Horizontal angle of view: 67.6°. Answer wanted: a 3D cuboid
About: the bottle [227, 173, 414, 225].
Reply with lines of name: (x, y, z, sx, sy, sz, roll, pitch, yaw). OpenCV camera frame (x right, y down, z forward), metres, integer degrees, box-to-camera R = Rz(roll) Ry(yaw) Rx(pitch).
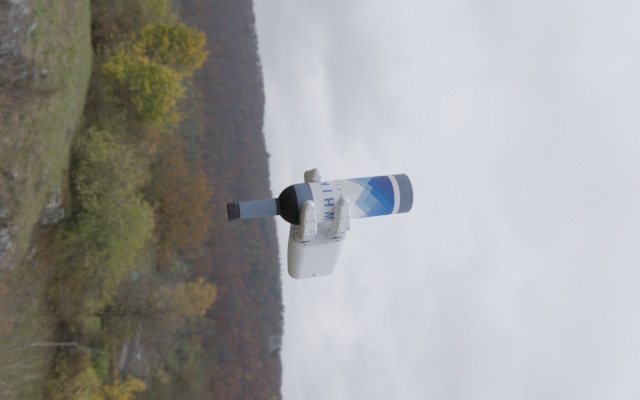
bottle: (0.000, 0.002, 0.767, 0.296, 0.069, 0.069, -6, 1, -14)
